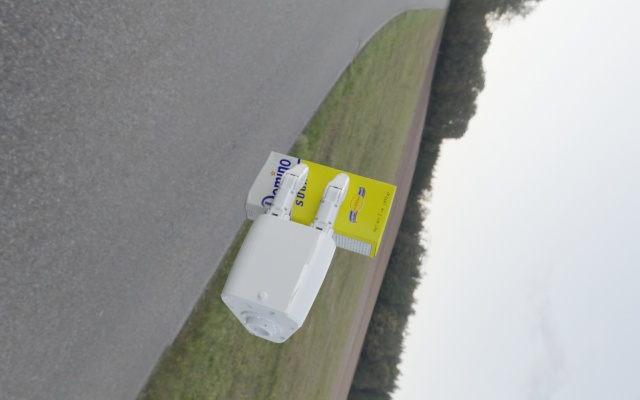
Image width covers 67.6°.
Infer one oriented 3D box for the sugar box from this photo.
[{"bbox_3d":[0.000,0.002,0.618,0.176,0.093,0.048,17,-33,9],"label":"sugar box"}]
